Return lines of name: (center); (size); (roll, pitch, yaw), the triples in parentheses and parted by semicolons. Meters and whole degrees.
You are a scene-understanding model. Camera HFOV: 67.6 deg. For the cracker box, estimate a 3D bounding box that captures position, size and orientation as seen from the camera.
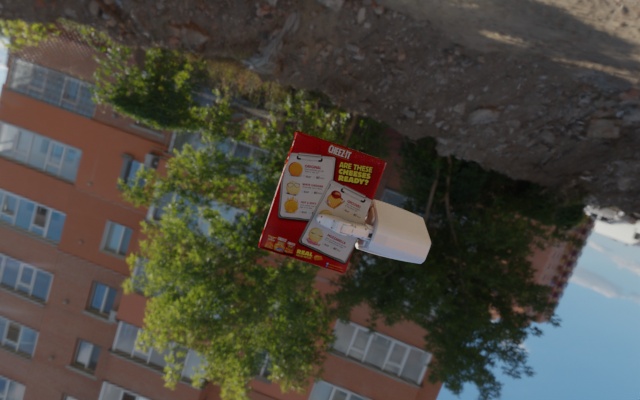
cracker box: (0.000, 0.003, 0.849); (0.164, 0.214, 0.072); (18, 10, -9)
